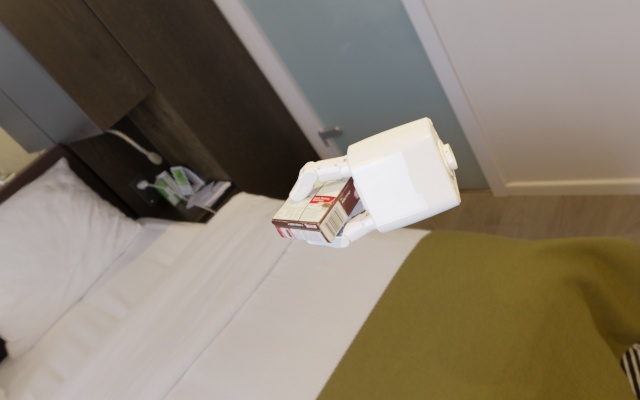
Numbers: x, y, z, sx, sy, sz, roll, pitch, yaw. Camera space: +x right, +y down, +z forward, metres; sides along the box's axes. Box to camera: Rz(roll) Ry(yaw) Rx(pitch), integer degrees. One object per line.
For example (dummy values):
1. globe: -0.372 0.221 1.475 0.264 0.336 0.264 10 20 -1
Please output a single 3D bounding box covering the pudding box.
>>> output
1. pudding box: 0.000 0.002 0.643 0.090 0.039 0.113 2 44 42
